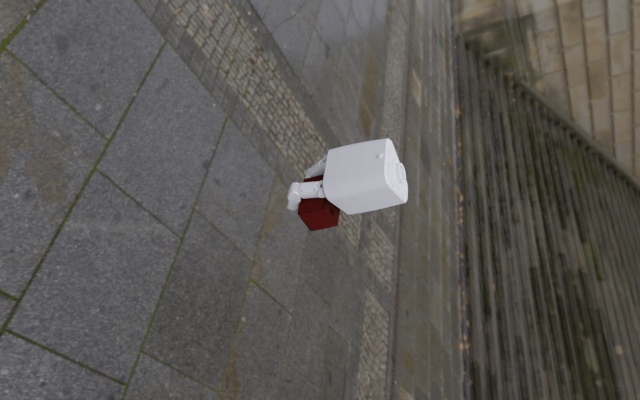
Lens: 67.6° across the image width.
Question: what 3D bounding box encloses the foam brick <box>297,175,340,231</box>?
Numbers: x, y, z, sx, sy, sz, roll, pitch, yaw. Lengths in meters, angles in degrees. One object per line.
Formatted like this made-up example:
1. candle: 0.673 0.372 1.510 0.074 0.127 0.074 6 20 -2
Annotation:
1. foam brick: 0.000 0.003 0.801 0.051 0.078 0.053 -10 -40 25
